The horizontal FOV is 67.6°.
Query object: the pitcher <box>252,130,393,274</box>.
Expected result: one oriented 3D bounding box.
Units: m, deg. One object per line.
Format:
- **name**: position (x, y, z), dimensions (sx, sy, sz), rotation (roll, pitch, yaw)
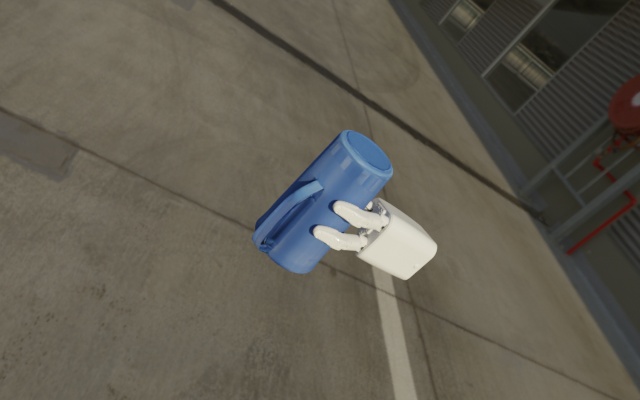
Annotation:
- **pitcher**: position (0.000, 0.003, 0.797), dimensions (0.145, 0.243, 0.149), rotation (32, 29, -18)
